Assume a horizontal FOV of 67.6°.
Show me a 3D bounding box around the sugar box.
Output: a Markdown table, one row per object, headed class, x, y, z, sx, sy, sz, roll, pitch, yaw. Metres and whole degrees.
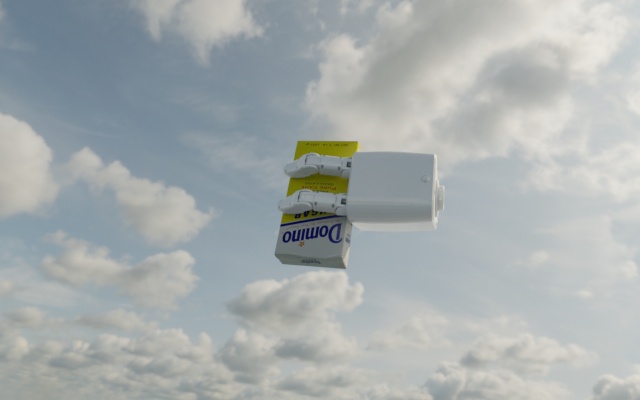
| class | x | y | z | sx | sy | sz | roll | pitch | yaw |
| --- | --- | --- | --- | --- | --- | --- | --- | --- | --- |
| sugar box | 0.000 | 0.002 | 0.656 | 0.093 | 0.176 | 0.048 | 2 | -28 | 16 |
